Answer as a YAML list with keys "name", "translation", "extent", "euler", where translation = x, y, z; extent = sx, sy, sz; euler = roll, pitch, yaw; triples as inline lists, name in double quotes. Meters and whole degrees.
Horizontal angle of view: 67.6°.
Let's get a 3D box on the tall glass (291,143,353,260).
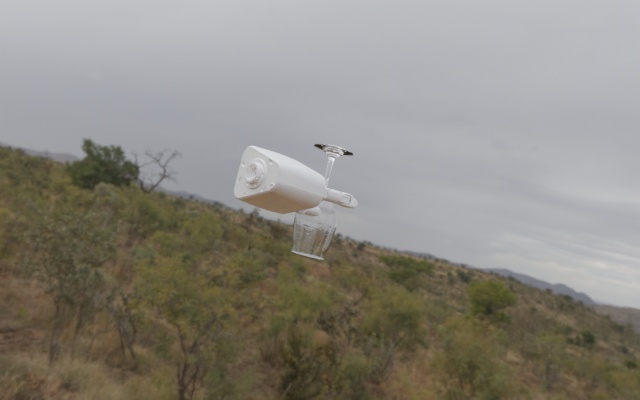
- name: "tall glass"
  translation: [0.000, 0.002, 0.865]
  extent: [0.079, 0.201, 0.079]
  euler: [14, -4, 1]
